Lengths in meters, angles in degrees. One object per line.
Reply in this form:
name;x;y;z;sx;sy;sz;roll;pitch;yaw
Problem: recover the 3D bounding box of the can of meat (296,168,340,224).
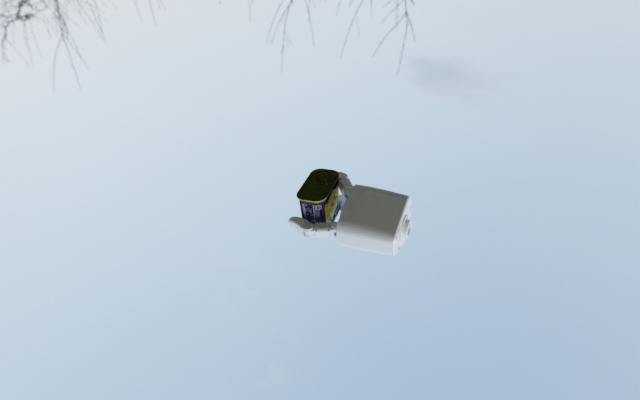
can of meat;0.000;0.003;0.894;0.057;0.084;0.102;8;40;20
